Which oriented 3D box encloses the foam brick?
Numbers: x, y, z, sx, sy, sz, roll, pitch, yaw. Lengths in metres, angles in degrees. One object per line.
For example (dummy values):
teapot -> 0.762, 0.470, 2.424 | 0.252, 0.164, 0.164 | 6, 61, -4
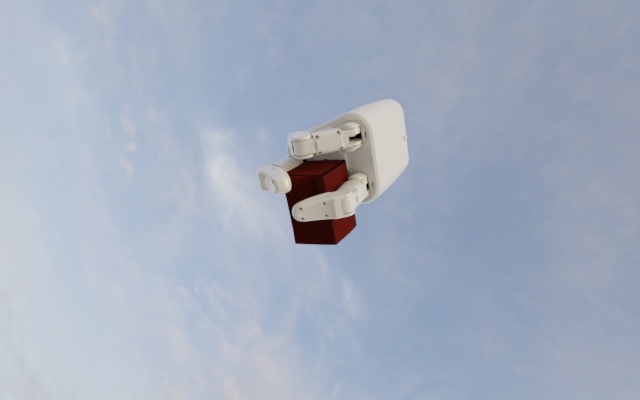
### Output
foam brick -> 0.000, 0.002, 0.504 | 0.053, 0.078, 0.051 | 1, 21, 30
